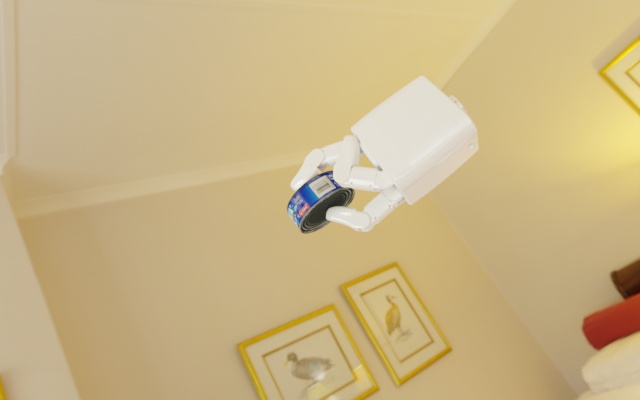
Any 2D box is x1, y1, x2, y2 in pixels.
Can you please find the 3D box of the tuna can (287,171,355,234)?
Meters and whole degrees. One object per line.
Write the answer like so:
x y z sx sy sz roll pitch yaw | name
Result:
0.000 0.002 0.607 0.086 0.033 0.086 -33 -22 -15 | tuna can
